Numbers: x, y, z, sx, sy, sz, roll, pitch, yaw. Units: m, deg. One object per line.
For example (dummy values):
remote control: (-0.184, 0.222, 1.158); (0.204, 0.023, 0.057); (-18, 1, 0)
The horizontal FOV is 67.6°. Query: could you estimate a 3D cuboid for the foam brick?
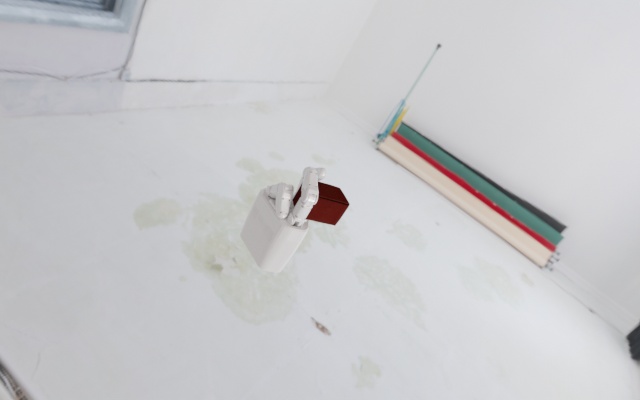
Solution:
foam brick: (0.000, 0.003, 0.838); (0.078, 0.051, 0.053); (15, 30, -29)
